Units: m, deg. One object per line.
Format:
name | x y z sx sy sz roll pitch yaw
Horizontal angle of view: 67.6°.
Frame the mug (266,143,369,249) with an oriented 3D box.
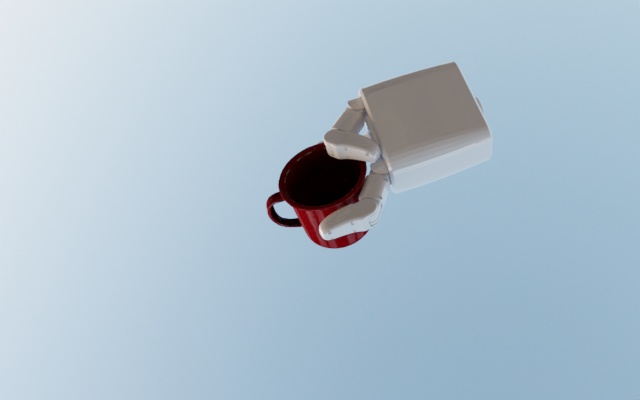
mug | -0.001 0.002 0.514 0.117 0.093 0.082 -17 -42 5
